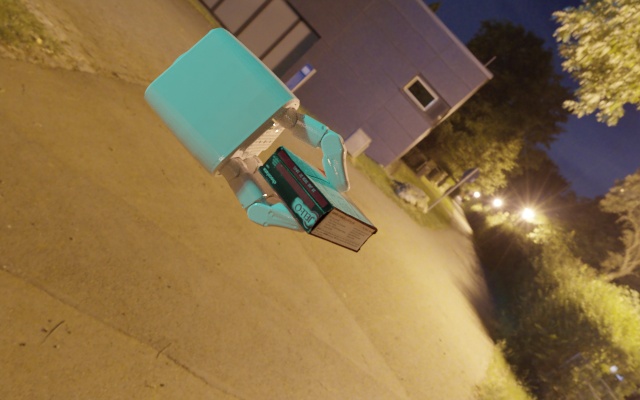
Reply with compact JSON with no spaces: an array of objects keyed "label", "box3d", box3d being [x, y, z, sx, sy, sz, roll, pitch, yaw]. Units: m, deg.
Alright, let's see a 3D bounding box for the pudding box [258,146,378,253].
[{"label":"pudding box","box3d":[0.000,0.001,0.477,0.090,0.039,0.113,51,14,29]}]
